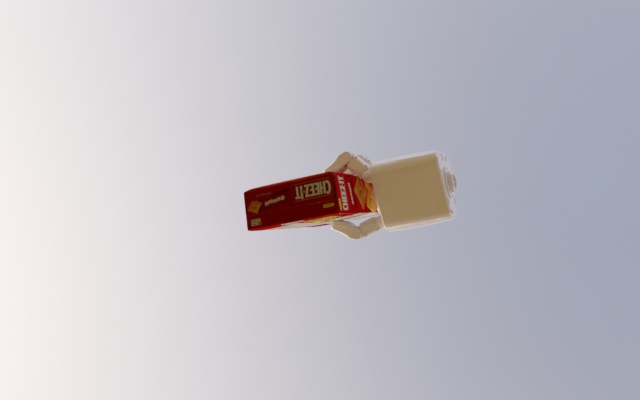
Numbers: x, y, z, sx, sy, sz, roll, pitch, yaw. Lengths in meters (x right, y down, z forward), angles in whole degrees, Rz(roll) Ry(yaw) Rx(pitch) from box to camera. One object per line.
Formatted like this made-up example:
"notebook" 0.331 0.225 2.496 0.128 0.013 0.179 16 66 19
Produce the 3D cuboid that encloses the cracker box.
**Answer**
"cracker box" 0.000 0.003 0.802 0.164 0.072 0.214 -12 -7 26
